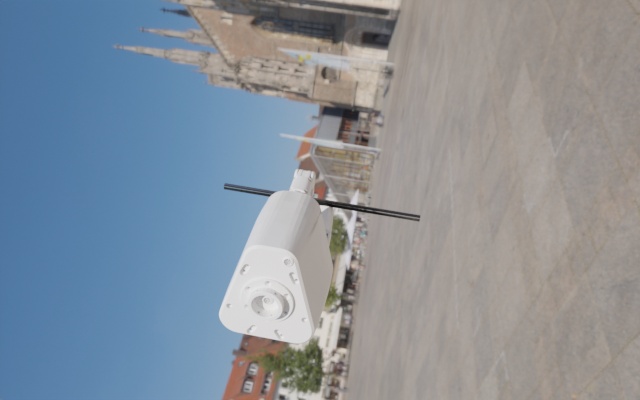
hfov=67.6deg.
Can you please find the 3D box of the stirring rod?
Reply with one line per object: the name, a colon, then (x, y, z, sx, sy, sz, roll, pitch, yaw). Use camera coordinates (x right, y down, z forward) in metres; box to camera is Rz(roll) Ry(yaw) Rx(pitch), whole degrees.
stirring rod: (0.000, 0.002, 0.580, 0.239, 0.011, 0.011, 9, 1, 5)
